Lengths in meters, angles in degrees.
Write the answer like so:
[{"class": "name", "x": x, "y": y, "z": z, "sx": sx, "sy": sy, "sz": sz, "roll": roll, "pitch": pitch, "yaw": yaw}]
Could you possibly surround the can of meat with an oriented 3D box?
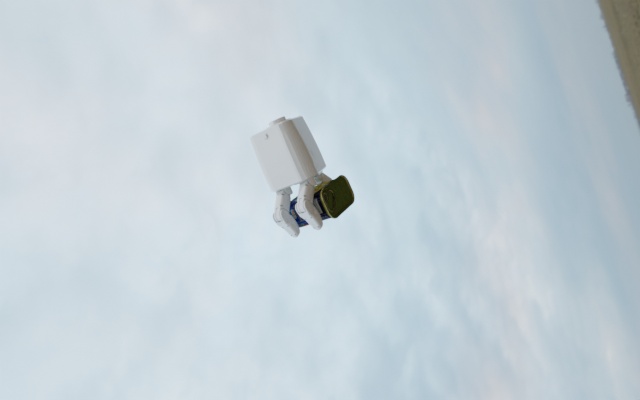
[{"class": "can of meat", "x": 0.000, "y": 0.003, "z": 0.857, "sx": 0.084, "sy": 0.057, "sz": 0.102, "roll": -18, "pitch": 12, "yaw": 34}]
